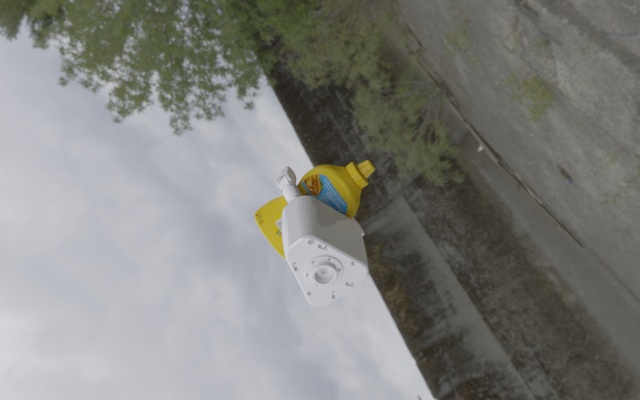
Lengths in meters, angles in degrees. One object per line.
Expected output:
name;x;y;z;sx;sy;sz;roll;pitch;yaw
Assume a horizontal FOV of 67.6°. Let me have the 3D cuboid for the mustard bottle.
mustard bottle;0.000;0.002;0.720;0.191;0.096;0.058;-36;0;13
